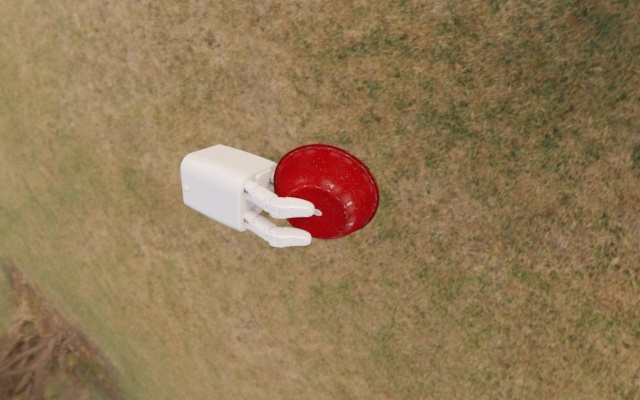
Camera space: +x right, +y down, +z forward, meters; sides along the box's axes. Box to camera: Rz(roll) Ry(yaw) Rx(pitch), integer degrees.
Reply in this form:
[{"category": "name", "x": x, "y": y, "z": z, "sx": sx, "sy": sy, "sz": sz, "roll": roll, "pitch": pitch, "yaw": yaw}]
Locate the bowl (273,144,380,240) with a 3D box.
[{"category": "bowl", "x": 0.001, "y": 0.003, "z": 0.678, "sx": 0.162, "sy": 0.162, "sz": 0.055, "roll": 0, "pitch": 36, "yaw": 19}]
